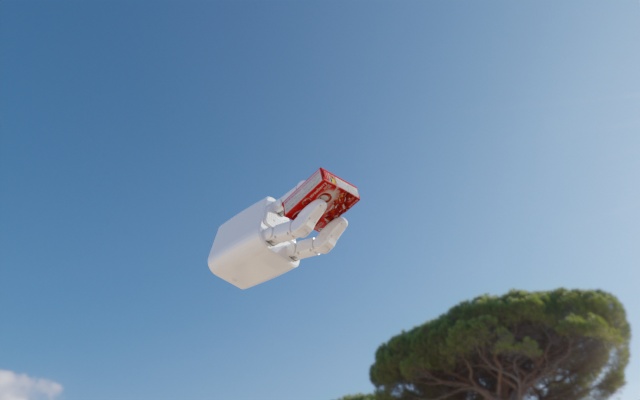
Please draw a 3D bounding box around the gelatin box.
[{"bbox_3d":[0.000,0.002,0.685,0.073,0.030,0.089,27,-56,-35],"label":"gelatin box"}]
